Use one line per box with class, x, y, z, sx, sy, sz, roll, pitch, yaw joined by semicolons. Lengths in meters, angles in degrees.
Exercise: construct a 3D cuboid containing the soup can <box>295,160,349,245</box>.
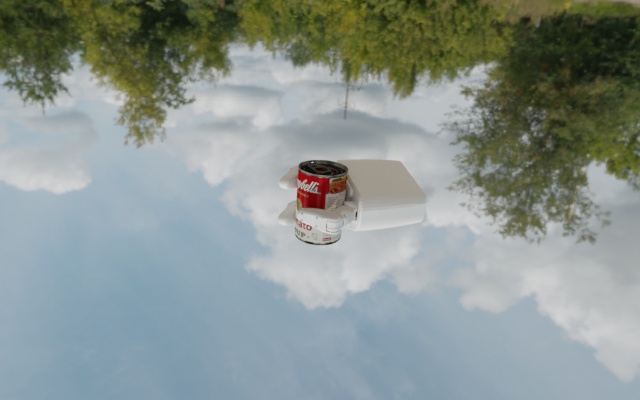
soup can;0.000;0.003;0.658;0.068;0.102;0.068;4;22;-2
